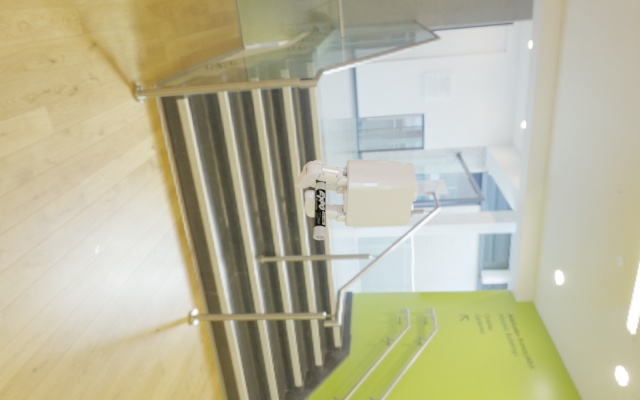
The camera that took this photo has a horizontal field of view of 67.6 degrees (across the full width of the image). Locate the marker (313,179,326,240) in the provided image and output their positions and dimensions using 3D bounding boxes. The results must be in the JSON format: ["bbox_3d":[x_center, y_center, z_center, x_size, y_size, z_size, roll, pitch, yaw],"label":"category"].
[{"bbox_3d":[0.000,0.002,0.736,0.020,0.121,0.020,1,-29,1],"label":"marker"}]
